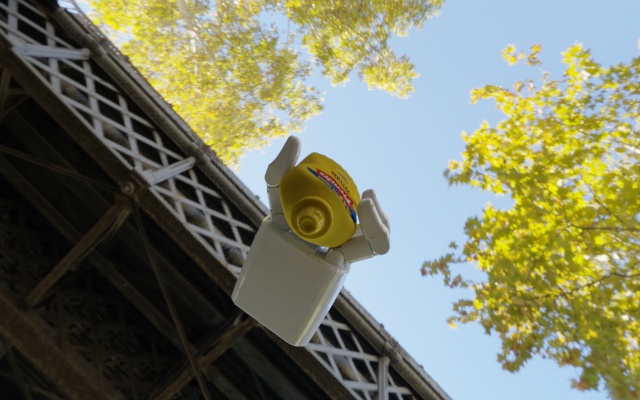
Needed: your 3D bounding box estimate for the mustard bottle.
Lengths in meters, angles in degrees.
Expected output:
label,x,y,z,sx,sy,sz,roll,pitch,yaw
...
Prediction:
label,x,y,z,sx,sy,sz,roll,pitch,yaw
mustard bottle,0.000,0.001,0.521,0.058,0.096,0.191,-38,5,14
